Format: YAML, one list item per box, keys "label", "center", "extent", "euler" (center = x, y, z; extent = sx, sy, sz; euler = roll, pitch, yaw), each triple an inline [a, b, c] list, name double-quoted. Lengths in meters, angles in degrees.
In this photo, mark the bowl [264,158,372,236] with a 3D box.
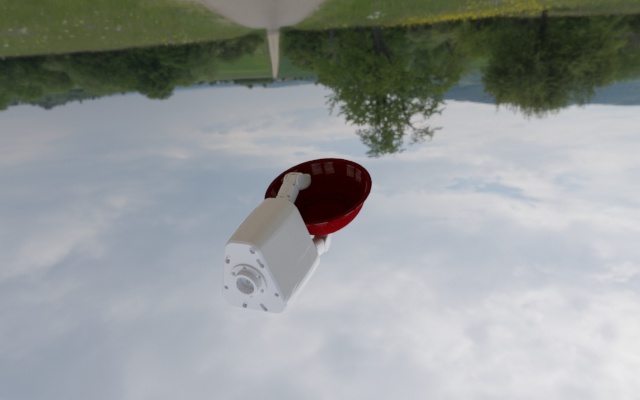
- label: "bowl"
  center: [0.001, 0.002, 0.718]
  extent: [0.162, 0.055, 0.162]
  euler: [-9, 38, 7]
